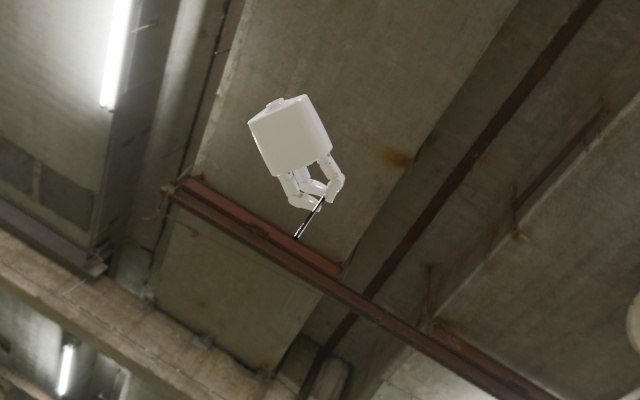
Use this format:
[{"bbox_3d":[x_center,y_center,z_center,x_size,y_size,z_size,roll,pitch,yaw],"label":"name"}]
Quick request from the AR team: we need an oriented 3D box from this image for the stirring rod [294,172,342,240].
[{"bbox_3d":[0.000,0.003,0.858,0.011,0.011,0.239,0,28,22],"label":"stirring rod"}]
